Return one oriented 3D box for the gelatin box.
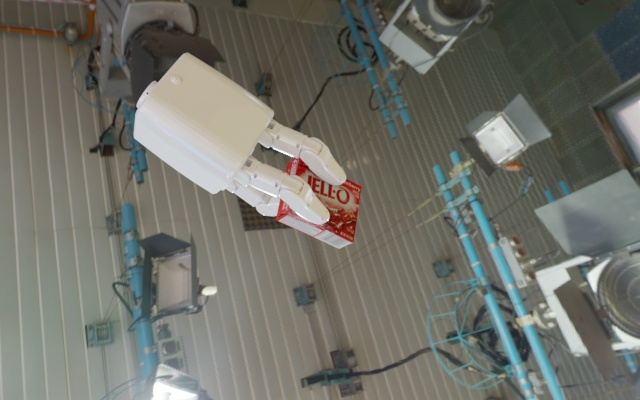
[{"bbox_3d":[0.000,0.002,0.521,0.089,0.073,0.030,27,-33,-27],"label":"gelatin box"}]
